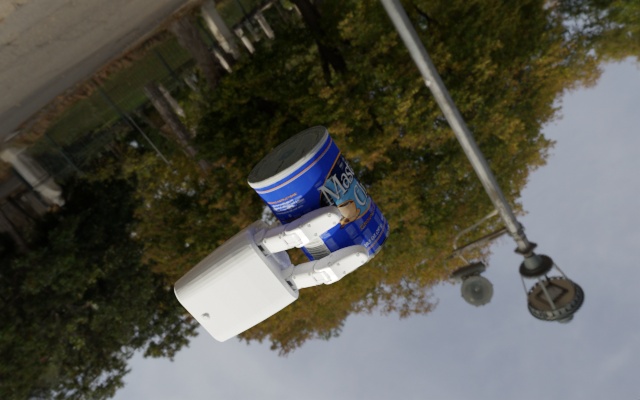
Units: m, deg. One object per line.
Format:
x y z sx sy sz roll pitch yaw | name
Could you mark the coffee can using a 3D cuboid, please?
0.000 0.002 0.542 0.103 0.140 0.102 -30 22 14 | coffee can
